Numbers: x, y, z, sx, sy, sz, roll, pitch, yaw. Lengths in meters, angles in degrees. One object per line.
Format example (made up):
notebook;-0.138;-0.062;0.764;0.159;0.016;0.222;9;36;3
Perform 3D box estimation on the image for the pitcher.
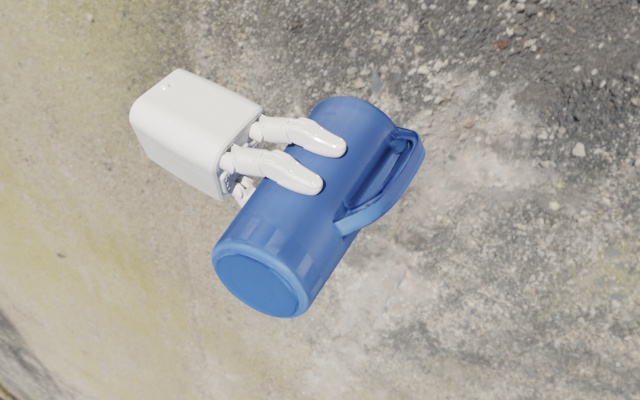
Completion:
pitcher;0.000;0.002;0.515;0.145;0.242;0.149;30;-38;5
